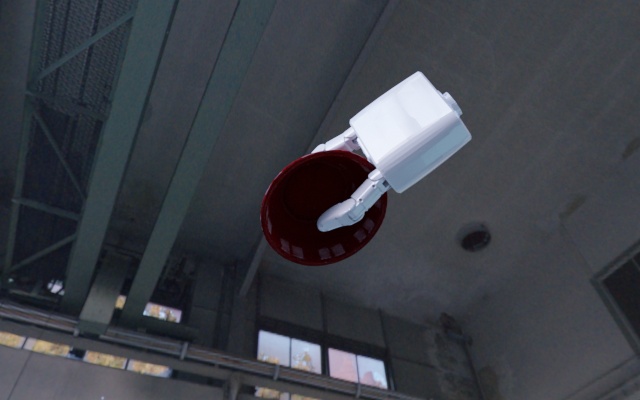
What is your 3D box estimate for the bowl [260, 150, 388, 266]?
[{"bbox_3d":[-0.001,0.002,0.604,0.162,0.162,0.055,0,27,-18],"label":"bowl"}]
